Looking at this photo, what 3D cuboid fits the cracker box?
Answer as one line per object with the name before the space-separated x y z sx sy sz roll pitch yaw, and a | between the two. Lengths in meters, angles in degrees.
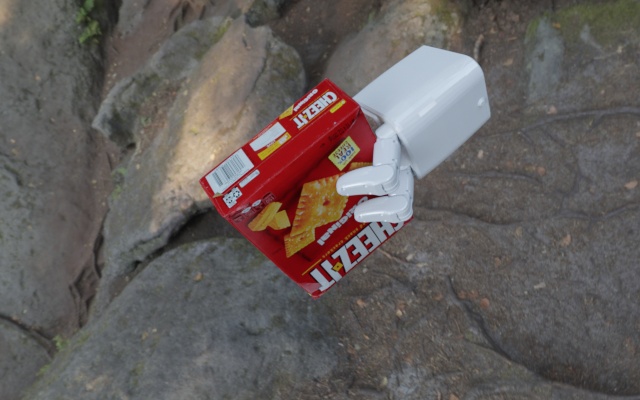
cracker box | 0.000 0.002 0.525 0.072 0.164 0.214 50 -2 40
